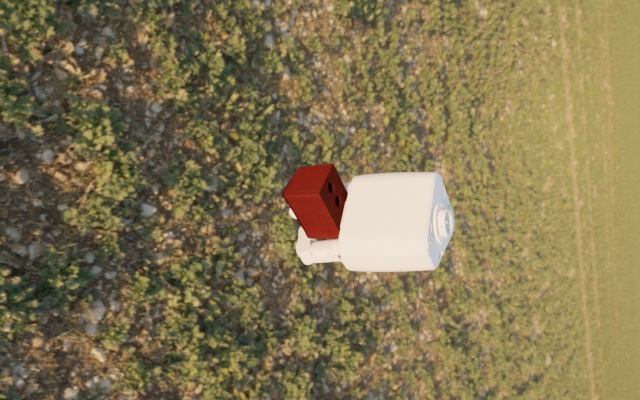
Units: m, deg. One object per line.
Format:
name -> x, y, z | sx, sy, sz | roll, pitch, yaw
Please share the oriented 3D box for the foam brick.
foam brick -> 0.000, 0.002, 0.575 | 0.051, 0.078, 0.053 | -3, 43, 32
